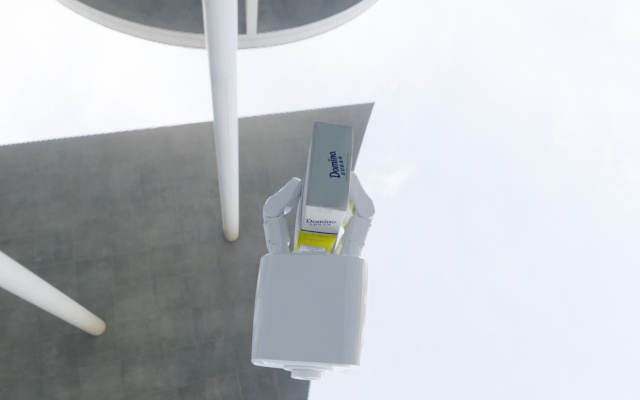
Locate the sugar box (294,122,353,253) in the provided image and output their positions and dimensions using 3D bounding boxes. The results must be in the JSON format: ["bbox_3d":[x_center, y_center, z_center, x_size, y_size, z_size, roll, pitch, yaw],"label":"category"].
[{"bbox_3d":[0.001,0.002,0.522,0.048,0.093,0.176,8,-24,-6],"label":"sugar box"}]
